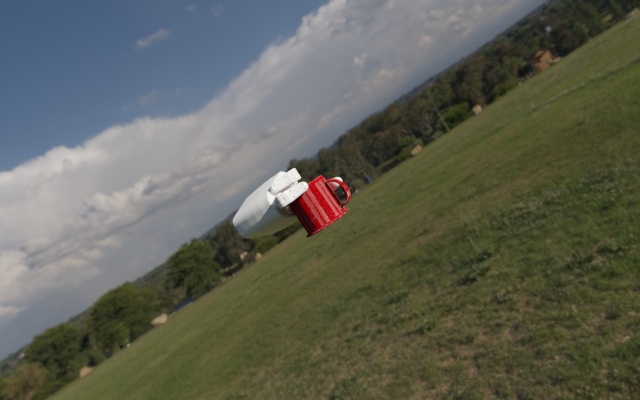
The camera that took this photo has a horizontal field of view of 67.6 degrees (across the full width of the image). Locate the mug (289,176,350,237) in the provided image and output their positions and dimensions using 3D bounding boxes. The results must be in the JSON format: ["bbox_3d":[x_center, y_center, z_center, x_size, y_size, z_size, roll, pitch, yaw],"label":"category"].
[{"bbox_3d":[0.001,0.002,0.869,0.117,0.081,0.093,-32,3,28],"label":"mug"}]
